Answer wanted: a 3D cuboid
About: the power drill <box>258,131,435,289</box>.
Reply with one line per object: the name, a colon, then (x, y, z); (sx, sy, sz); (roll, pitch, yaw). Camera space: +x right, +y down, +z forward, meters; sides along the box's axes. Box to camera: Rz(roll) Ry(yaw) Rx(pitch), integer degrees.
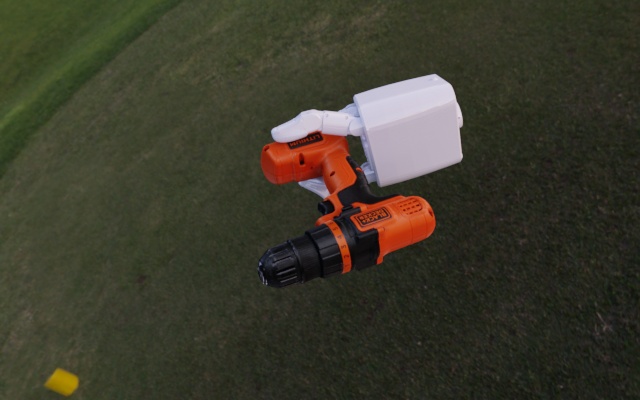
power drill: (0.000, 0.001, 0.514); (0.184, 0.057, 0.187); (-17, 45, -17)
